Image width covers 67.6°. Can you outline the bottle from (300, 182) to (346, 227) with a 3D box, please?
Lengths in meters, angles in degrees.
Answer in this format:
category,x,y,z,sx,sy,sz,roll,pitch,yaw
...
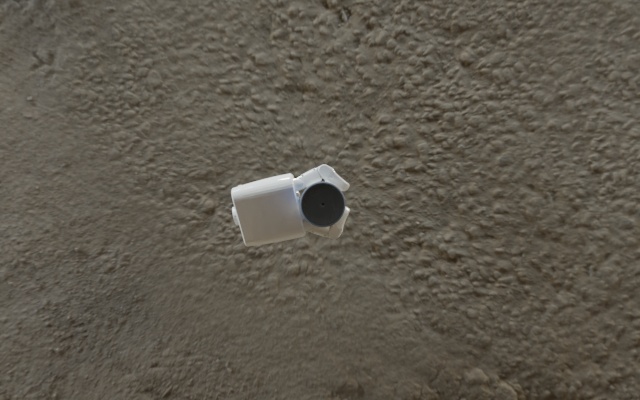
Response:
category,x,y,z,sx,sy,sz,roll,pitch,yaw
bottle,0.000,0.003,0.836,0.069,0.069,0.295,0,1,-1
